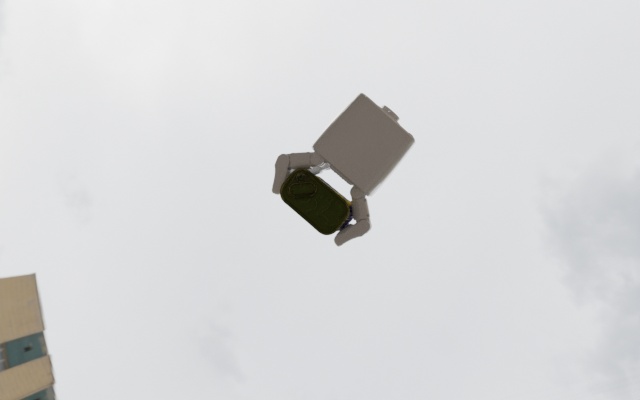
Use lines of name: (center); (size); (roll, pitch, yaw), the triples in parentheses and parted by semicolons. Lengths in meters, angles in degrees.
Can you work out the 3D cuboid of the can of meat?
can of meat: (0.000, 0.002, 0.699); (0.102, 0.057, 0.084); (40, 7, 11)
